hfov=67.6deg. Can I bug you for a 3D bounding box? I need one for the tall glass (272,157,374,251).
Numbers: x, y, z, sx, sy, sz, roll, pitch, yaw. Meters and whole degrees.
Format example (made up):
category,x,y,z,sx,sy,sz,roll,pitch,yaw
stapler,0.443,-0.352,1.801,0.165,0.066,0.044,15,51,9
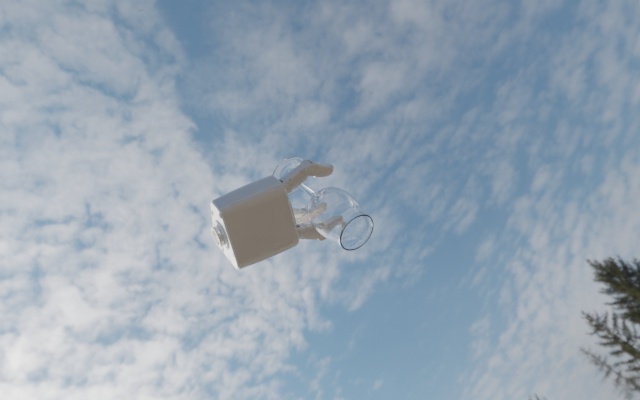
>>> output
category,x,y,z,sx,sy,sz,roll,pitch,yaw
tall glass,0.000,0.002,0.772,0.079,0.079,0.201,0,27,-38
